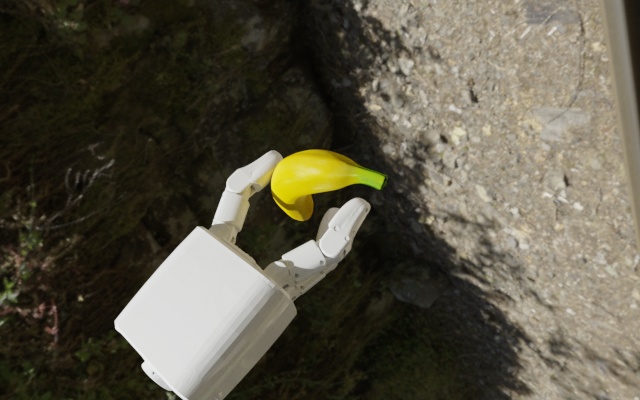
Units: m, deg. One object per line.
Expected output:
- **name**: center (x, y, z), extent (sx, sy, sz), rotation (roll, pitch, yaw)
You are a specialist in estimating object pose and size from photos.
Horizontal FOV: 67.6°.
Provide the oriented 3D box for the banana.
- **banana**: center (-0.013, -0.010, 0.435), extent (0.069, 0.037, 0.198), rotation (38, -17, -10)
